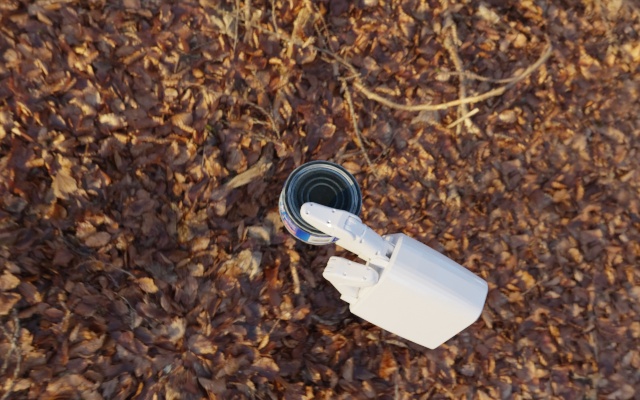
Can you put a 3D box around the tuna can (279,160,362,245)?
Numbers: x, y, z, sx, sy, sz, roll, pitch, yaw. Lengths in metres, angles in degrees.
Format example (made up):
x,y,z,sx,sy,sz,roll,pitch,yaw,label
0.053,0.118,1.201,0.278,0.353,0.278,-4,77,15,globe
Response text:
x,y,z,sx,sy,sz,roll,pitch,yaw,label
0.000,0.001,0.505,0.086,0.086,0.034,0,-19,-10,tuna can
